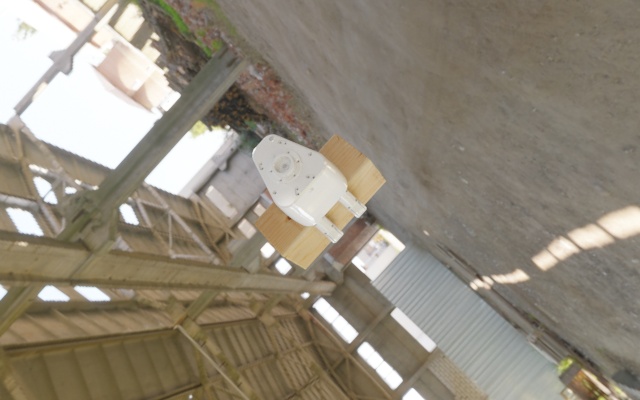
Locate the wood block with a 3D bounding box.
[{"bbox_3d":[0.000,0.002,0.809,0.090,0.206,0.090,43,1,34],"label":"wood block"}]
